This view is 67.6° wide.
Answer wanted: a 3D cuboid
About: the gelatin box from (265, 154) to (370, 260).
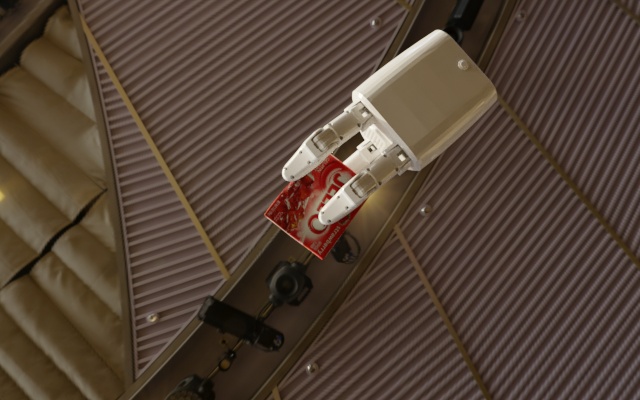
[{"bbox_3d":[0.000,0.002,0.476,0.073,0.089,0.030,37,-1,3],"label":"gelatin box"}]
